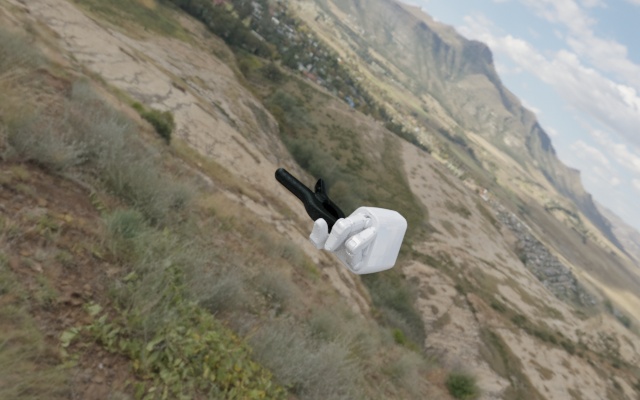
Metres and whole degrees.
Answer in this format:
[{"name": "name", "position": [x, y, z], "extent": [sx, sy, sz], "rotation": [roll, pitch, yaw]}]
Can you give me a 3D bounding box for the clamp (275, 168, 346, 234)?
[{"name": "clamp", "position": [0.000, 0.002, 0.871], "extent": [0.120, 0.039, 0.171], "rotation": [-2, 43, -47]}]
